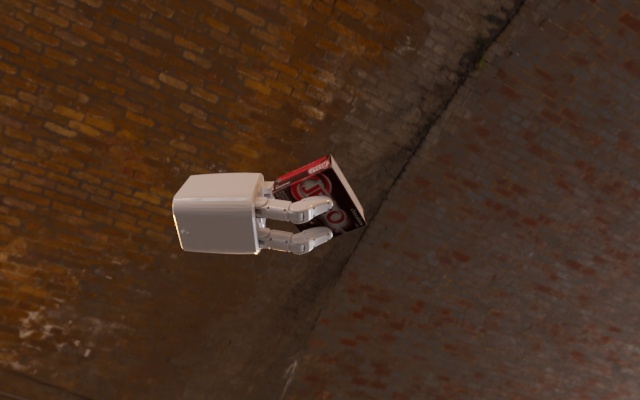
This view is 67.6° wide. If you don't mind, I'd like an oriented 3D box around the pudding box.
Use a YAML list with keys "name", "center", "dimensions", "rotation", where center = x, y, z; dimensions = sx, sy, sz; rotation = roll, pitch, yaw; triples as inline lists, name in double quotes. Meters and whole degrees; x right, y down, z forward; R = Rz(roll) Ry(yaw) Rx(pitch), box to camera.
- name: "pudding box"
  center: [0.000, 0.002, 0.659]
  dimensions: [0.090, 0.113, 0.039]
  rotation: [-23, 36, 17]
